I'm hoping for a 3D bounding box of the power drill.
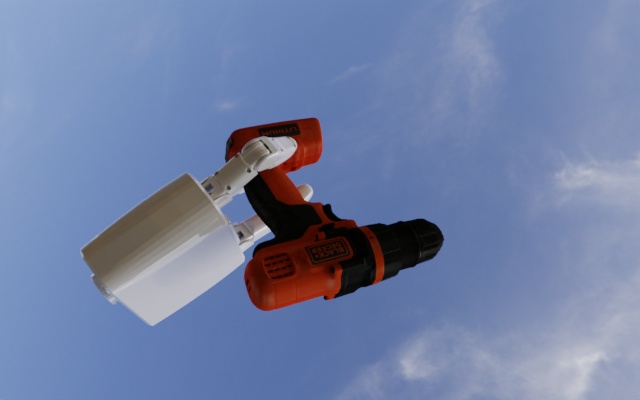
[{"bbox_3d":[0.000,0.001,0.449,0.184,0.187,0.057,-12,-39,-22],"label":"power drill"}]
